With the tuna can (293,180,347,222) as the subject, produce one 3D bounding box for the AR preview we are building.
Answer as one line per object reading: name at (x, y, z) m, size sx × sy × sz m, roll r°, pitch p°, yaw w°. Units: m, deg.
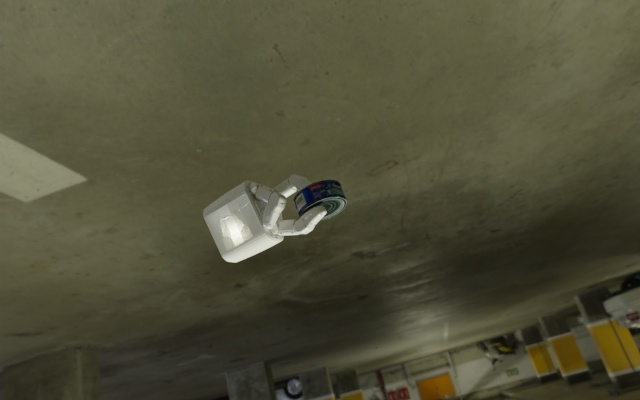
tuna can at (0.000, 0.003, 0.801) m, size 0.086 × 0.033 × 0.086 m, roll -17°, pitch -25°, yaw -8°
